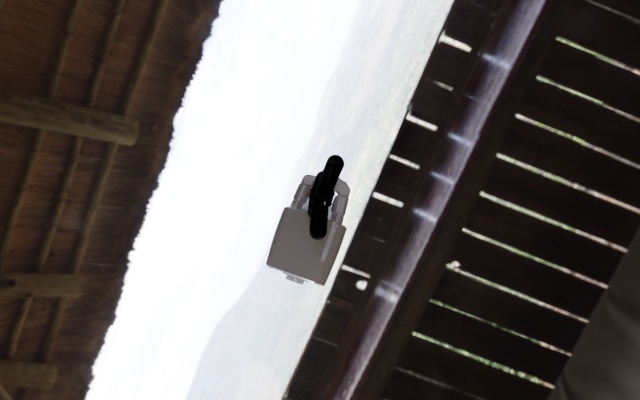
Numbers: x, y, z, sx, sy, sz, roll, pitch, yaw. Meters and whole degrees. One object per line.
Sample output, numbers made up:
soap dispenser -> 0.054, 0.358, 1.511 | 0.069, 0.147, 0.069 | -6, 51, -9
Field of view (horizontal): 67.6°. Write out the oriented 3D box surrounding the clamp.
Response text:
clamp -> 0.000, 0.002, 0.729 | 0.039, 0.120, 0.171 | 20, -8, -3
